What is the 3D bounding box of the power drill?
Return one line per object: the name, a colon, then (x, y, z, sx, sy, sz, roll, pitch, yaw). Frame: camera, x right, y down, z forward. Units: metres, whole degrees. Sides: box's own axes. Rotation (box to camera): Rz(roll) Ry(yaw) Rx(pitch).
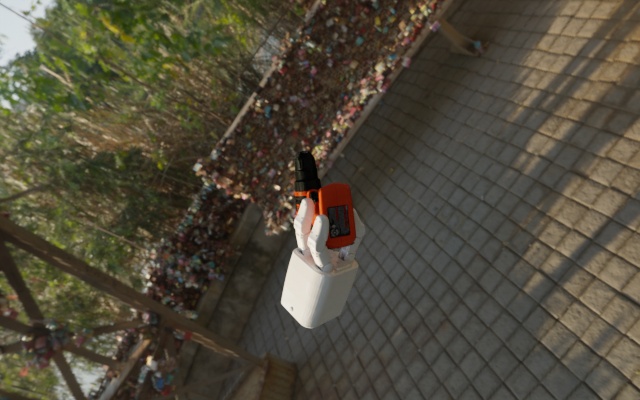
power drill: (0.000, 0.003, 0.839, 0.057, 0.184, 0.187, -10, 7, -15)
